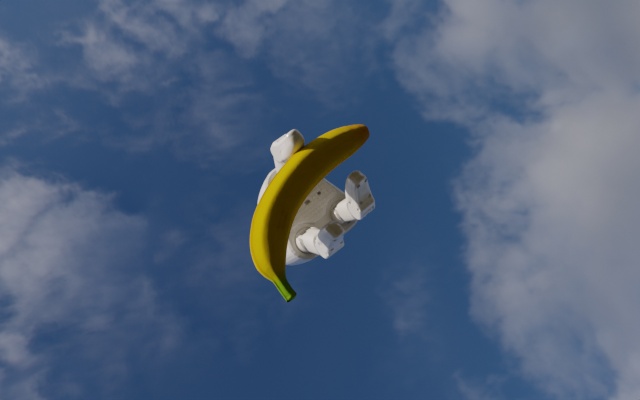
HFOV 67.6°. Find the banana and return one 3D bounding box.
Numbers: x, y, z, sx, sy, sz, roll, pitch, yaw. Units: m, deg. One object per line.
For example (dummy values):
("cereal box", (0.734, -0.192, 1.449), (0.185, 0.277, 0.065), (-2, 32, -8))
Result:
("banana", (-0.018, -0.004, 0.464), (0.069, 0.197, 0.037), (26, -21, -3))
